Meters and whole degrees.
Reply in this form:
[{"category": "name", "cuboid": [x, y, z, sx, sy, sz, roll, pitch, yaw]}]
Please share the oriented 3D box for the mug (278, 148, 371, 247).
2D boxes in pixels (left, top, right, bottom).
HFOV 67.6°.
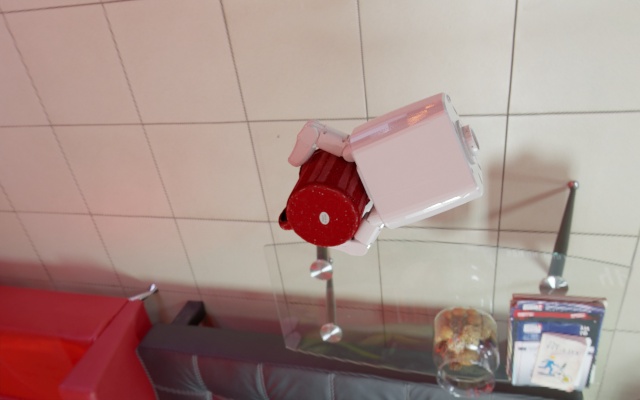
[{"category": "mug", "cuboid": [-0.001, 0.002, 0.539, 0.117, 0.093, 0.081, -22, 23, 26]}]
